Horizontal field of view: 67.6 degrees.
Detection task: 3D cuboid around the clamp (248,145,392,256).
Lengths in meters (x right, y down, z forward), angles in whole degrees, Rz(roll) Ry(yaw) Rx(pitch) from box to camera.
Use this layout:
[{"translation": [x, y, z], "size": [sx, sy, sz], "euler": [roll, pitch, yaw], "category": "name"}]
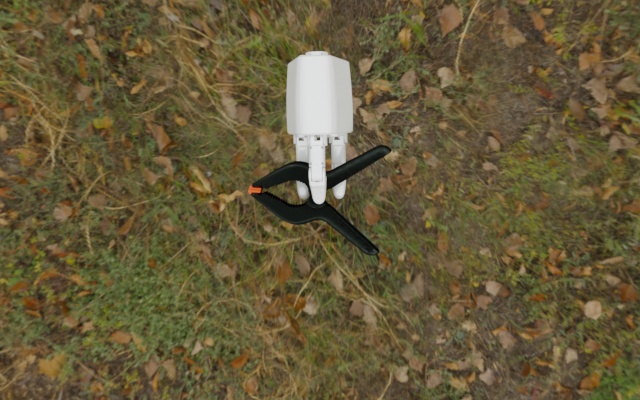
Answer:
[{"translation": [0.000, 0.002, 0.708], "size": [0.210, 0.164, 0.036], "euler": [-1, 8, 3], "category": "clamp"}]
